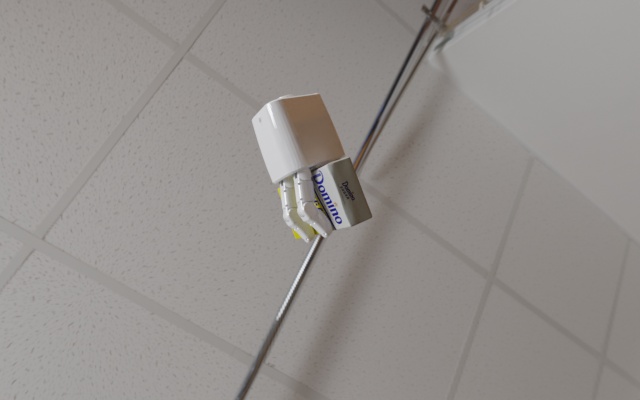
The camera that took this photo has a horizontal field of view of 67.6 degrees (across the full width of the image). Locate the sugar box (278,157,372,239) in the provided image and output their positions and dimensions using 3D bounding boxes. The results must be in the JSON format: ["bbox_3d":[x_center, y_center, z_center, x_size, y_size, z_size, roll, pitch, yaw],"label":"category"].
[{"bbox_3d":[0.000,0.002,0.722,0.048,0.093,0.176,-21,0,-27],"label":"sugar box"}]
